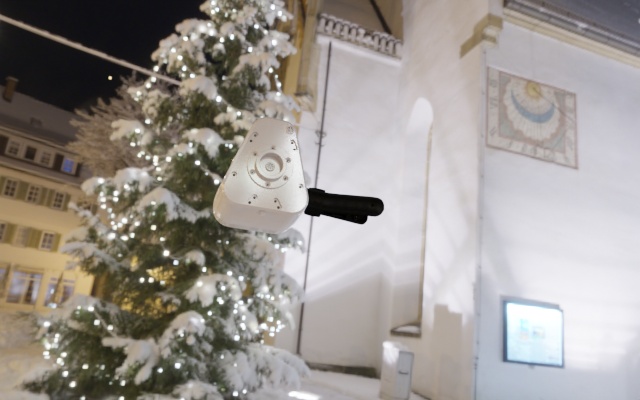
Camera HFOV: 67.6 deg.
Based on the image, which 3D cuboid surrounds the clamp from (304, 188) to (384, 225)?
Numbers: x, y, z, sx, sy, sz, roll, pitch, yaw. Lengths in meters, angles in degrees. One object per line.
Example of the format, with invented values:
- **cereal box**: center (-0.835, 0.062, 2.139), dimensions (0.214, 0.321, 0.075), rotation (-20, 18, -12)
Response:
- **clamp**: center (0.000, 0.001, 0.635), dimensions (0.171, 0.039, 0.120), rotation (10, -15, -13)
